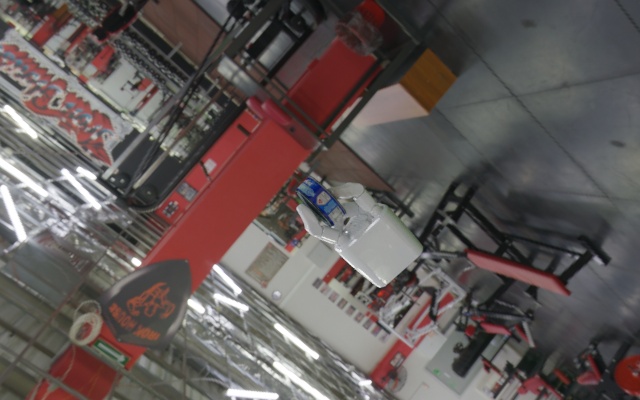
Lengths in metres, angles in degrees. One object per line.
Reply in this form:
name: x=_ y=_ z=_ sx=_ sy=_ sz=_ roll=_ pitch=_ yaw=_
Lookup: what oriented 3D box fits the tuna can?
tuna can: x=0.000 y=0.003 z=0.766 sx=0.034 sy=0.086 sz=0.086 roll=-45 pitch=7 yaw=-7
